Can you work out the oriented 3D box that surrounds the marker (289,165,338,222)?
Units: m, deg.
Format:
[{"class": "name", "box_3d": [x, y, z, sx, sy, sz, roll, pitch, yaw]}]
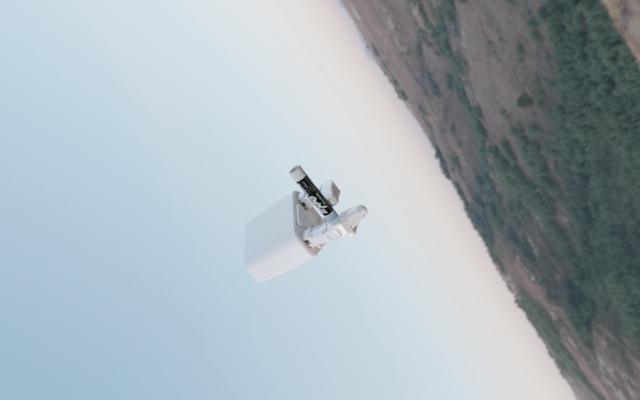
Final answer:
[{"class": "marker", "box_3d": [0.000, 0.002, 0.658, 0.020, 0.121, 0.020, -33, 21, 15]}]
